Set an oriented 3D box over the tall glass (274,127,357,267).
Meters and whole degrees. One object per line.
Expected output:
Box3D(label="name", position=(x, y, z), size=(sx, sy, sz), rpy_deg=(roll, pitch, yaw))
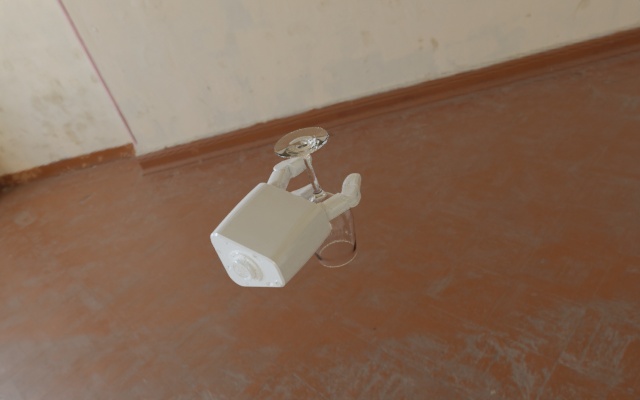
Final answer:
Box3D(label="tall glass", position=(0.000, 0.002, 0.679), size=(0.079, 0.201, 0.079), rpy_deg=(-13, 34, 9))
